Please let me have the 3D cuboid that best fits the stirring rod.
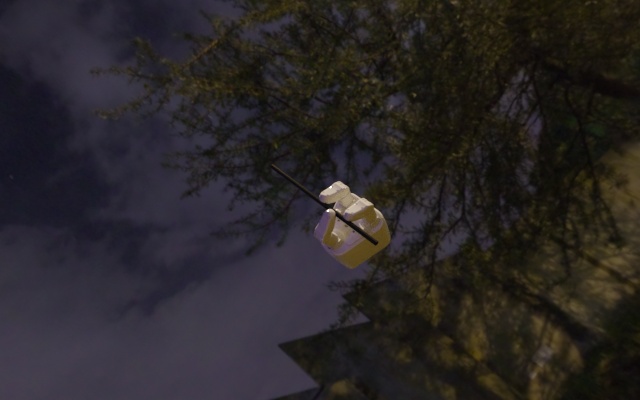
[{"bbox_3d":[0.000,0.003,0.783,0.239,0.011,0.011,36,19,28],"label":"stirring rod"}]
